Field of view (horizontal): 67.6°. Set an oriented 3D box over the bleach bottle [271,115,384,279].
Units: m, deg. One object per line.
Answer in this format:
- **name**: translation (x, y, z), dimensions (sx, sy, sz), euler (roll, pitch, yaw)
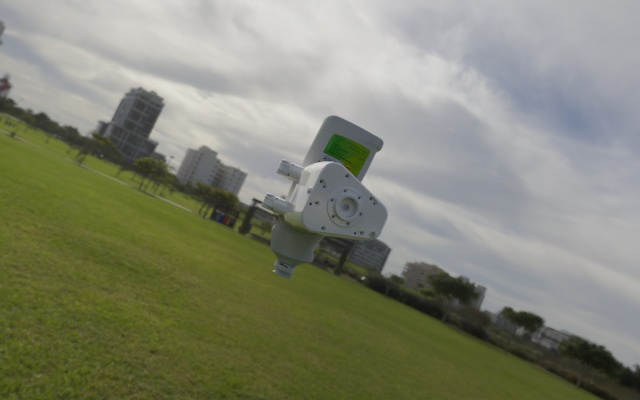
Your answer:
- **bleach bottle**: translation (0.000, 0.002, 0.731), dimensions (0.102, 0.251, 0.068), euler (26, -5, -12)
